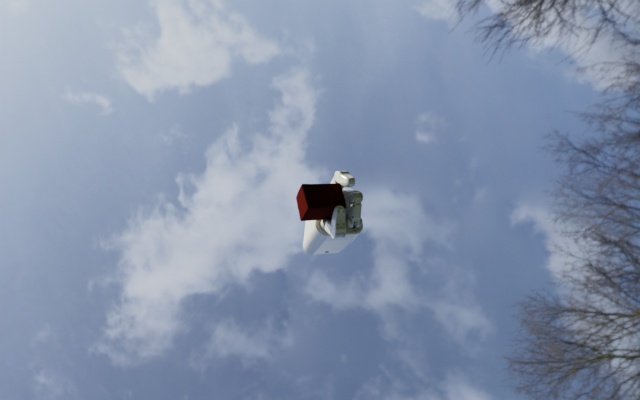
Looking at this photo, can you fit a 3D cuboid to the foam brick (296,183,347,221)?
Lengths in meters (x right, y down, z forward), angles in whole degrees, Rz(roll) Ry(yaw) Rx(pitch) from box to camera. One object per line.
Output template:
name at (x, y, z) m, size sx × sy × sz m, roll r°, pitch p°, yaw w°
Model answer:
foam brick at (0.000, 0.003, 0.881) m, size 0.078 × 0.053 × 0.051 m, roll -2°, pitch -28°, yaw -21°
